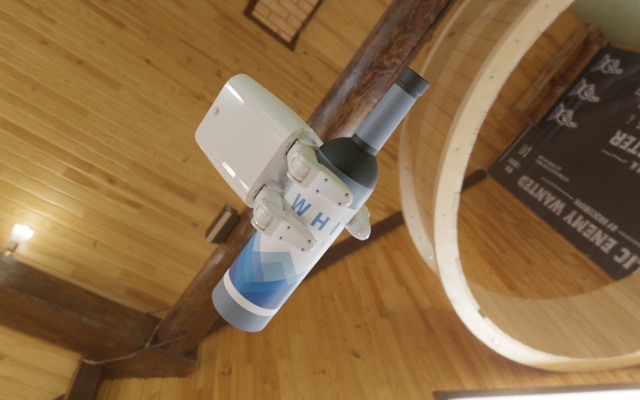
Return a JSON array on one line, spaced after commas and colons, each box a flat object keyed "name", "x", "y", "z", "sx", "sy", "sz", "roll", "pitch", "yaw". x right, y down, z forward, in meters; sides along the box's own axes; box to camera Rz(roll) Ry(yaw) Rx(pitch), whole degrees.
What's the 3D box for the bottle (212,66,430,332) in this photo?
[{"name": "bottle", "x": 0.000, "y": 0.002, "z": 0.462, "sx": 0.069, "sy": 0.296, "sz": 0.069, "roll": 34, "pitch": 17, "yaw": -12}]
